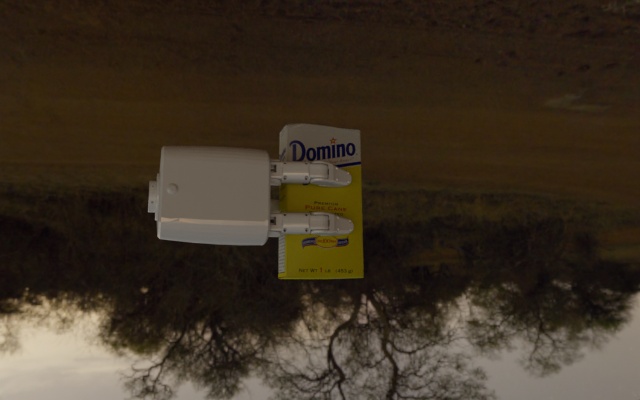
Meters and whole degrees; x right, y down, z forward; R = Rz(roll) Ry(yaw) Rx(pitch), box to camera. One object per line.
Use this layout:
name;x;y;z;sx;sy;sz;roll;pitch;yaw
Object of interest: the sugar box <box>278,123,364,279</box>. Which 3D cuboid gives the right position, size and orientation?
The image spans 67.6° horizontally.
sugar box;0.000;0.002;0.553;0.093;0.176;0.048;2;-9;-18
